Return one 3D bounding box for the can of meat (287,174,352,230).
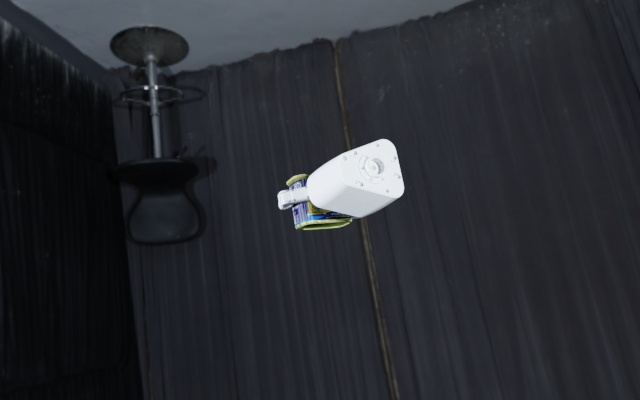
[{"bbox_3d":[0.000,0.003,0.811,0.102,0.084,0.057,-2,-15,-29],"label":"can of meat"}]
